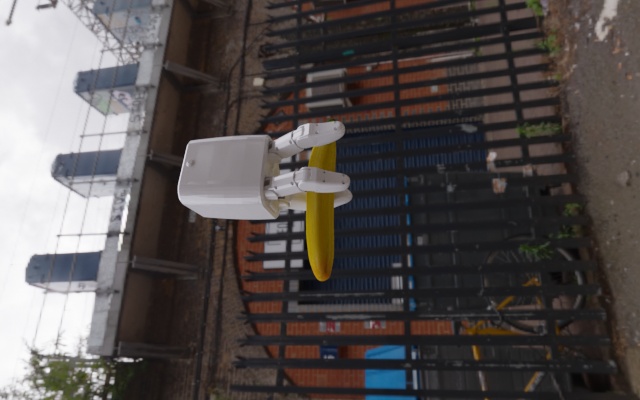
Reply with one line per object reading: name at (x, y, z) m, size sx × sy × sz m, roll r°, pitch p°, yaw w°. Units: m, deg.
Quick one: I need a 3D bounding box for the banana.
banana at (0.000, 0.002, 0.601) m, size 0.037 × 0.197 × 0.069 m, roll 2°, pitch -10°, yaw 0°
